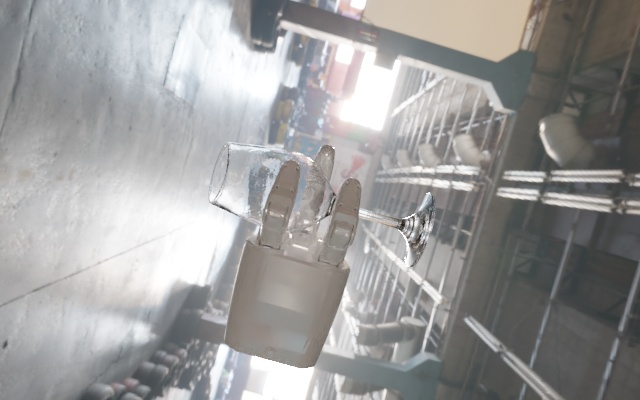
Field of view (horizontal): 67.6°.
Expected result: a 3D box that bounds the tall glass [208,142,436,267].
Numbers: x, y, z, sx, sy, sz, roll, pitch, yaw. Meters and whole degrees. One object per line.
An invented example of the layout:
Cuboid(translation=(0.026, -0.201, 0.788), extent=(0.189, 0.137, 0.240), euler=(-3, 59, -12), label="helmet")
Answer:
Cuboid(translation=(0.001, 0.002, 0.454), extent=(0.201, 0.079, 0.079), euler=(16, -1, -2), label="tall glass")
